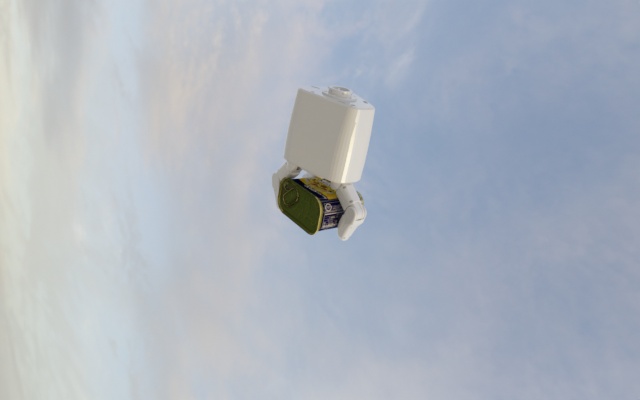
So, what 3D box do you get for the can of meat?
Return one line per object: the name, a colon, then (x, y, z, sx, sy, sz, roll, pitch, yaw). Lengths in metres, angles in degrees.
can of meat: (0.000, 0.002, 0.700, 0.084, 0.057, 0.102, -9, 30, -37)
